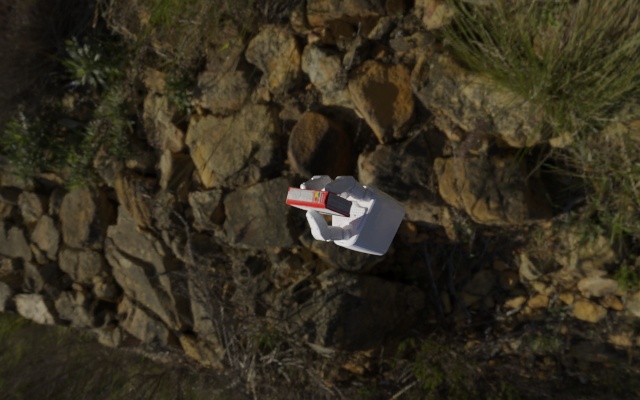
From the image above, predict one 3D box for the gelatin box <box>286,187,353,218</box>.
[{"bbox_3d":[0.000,0.003,0.766,0.073,0.030,0.089,8,-7,31],"label":"gelatin box"}]
